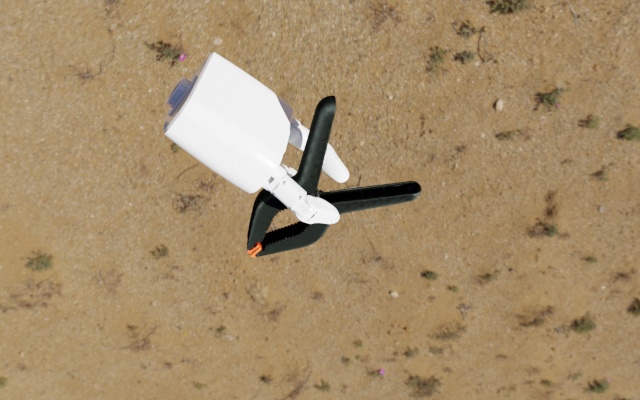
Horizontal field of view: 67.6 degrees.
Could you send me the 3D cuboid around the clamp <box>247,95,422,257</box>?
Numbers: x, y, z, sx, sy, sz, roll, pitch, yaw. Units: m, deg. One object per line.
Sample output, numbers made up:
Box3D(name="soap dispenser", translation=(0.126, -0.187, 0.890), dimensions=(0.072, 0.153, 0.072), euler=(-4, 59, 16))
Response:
Box3D(name="clamp", translation=(0.000, 0.002, 0.544), dimensions=(0.164, 0.210, 0.036), euler=(34, 26, -27))
